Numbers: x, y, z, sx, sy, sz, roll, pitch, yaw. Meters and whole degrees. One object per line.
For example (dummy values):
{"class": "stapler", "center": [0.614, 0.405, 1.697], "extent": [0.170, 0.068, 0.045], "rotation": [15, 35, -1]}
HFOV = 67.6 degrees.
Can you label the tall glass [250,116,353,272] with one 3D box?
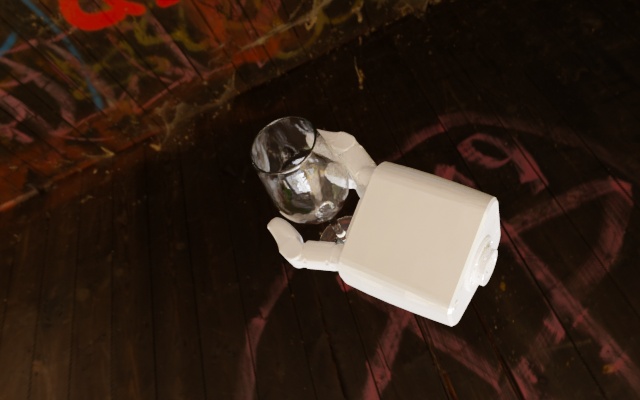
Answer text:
{"class": "tall glass", "center": [0.000, 0.002, 0.487], "extent": [0.079, 0.079, 0.201], "rotation": [0, -30, 23]}
